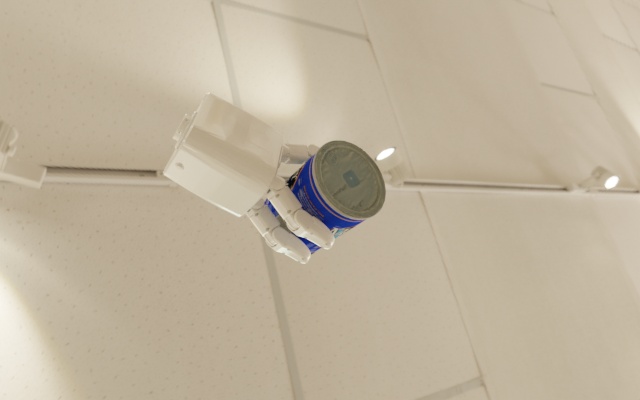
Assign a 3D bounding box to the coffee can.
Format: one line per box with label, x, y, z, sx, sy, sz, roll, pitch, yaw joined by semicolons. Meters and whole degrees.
coffee can;0.000;0.002;0.612;0.103;0.102;0.140;0;-24;-36
